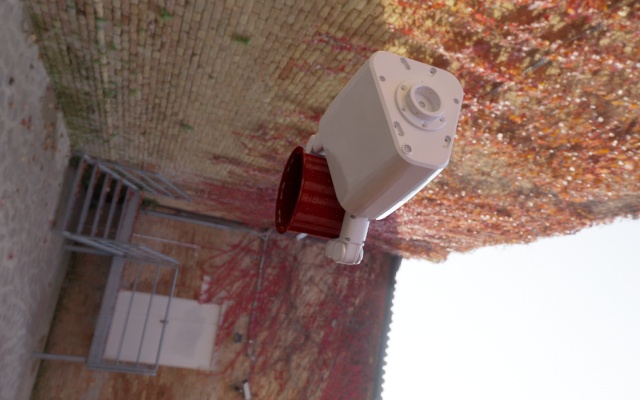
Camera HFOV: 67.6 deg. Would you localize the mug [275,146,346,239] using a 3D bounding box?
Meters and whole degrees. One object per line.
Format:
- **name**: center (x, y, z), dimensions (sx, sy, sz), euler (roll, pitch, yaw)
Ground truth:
- **mug**: center (0.000, 0.002, 0.514), dimensions (0.081, 0.093, 0.117), euler (13, -26, -18)
